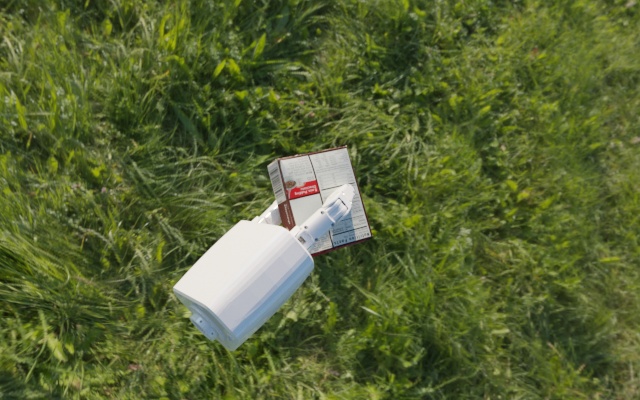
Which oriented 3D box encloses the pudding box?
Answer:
[{"bbox_3d":[0.000,0.002,0.535,0.090,0.113,0.039,-13,-3,-25],"label":"pudding box"}]
